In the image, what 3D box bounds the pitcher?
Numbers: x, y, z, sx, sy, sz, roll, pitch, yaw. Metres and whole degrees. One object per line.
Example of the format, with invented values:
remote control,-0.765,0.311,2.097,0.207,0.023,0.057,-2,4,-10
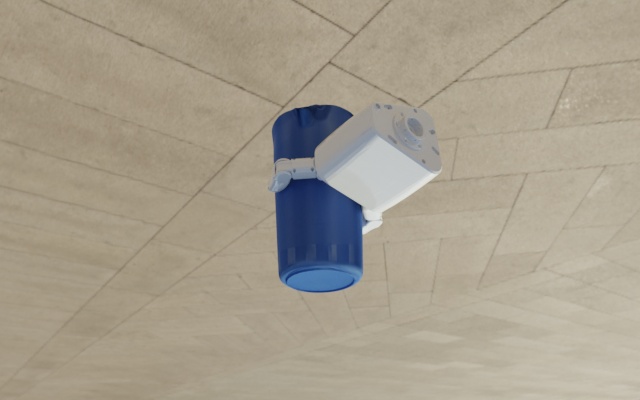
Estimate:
pitcher,0.000,0.002,0.670,0.149,0.242,0.145,17,-34,-30
